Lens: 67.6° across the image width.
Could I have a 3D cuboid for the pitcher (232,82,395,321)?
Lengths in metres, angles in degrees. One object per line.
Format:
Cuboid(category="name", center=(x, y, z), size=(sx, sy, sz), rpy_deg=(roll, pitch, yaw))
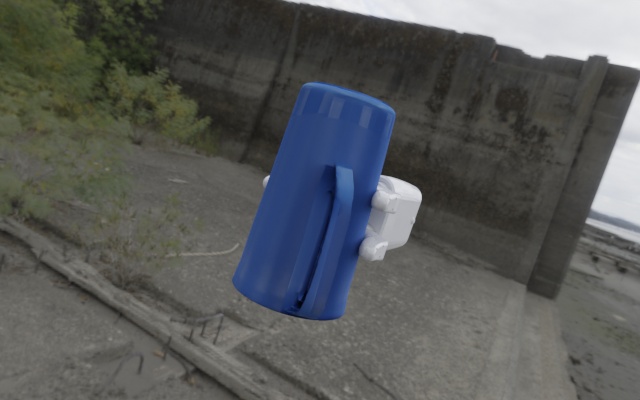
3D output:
Cuboid(category="pitcher", center=(0.000, 0.002, 0.524), size=(0.149, 0.243, 0.145), rpy_deg=(22, 8, 31))
